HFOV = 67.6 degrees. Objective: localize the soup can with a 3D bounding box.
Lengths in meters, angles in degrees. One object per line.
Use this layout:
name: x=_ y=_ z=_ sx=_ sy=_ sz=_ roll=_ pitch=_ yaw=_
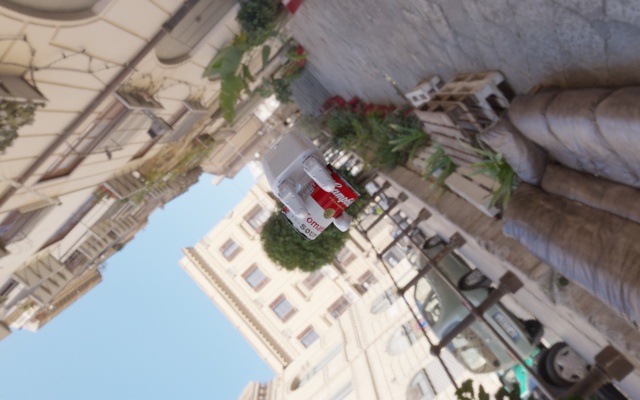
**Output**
soup can: x=0.000 y=0.003 z=0.715 sx=0.102 sy=0.068 sz=0.068 roll=-44 pitch=-6 yaw=6
